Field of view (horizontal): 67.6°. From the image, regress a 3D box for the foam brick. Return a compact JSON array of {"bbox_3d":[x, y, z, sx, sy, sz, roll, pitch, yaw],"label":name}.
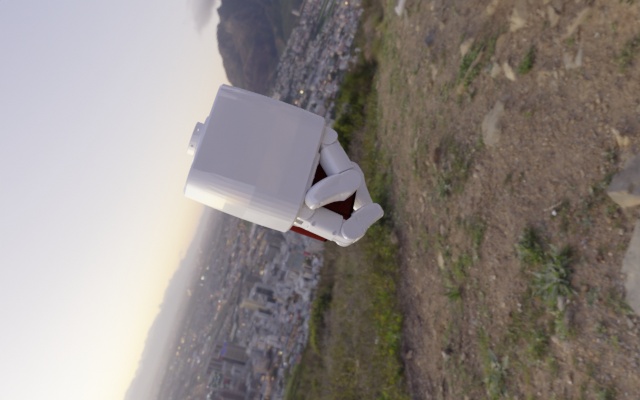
[{"bbox_3d":[0.000,0.002,0.510,0.051,0.053,0.078,18,-30,-12],"label":"foam brick"}]
